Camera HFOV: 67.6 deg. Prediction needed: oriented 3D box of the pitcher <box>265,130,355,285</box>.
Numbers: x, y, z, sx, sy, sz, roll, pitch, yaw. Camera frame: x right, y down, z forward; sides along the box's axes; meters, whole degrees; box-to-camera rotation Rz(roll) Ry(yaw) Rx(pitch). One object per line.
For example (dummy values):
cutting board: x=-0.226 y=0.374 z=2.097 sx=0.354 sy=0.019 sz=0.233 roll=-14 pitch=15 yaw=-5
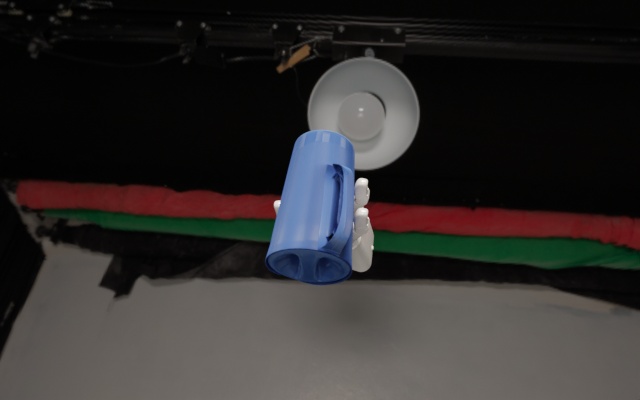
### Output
pitcher: x=0.000 y=0.003 z=0.777 sx=0.149 sy=0.242 sz=0.145 roll=-4 pitch=-33 yaw=18
